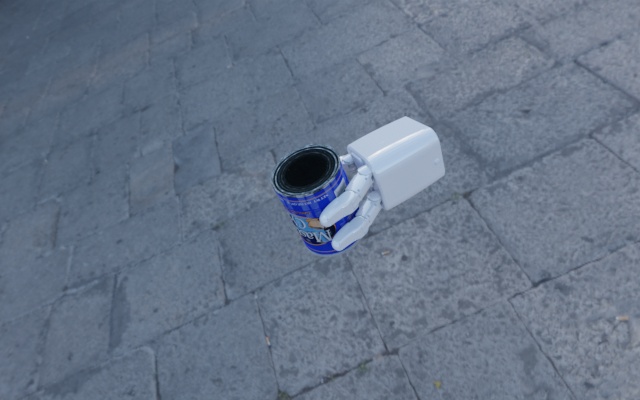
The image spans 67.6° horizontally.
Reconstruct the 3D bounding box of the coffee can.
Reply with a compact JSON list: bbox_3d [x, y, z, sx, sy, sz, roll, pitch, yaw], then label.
[{"bbox_3d":[0.000,0.002,0.707,0.103,0.102,0.140,0,-41,24],"label":"coffee can"}]
